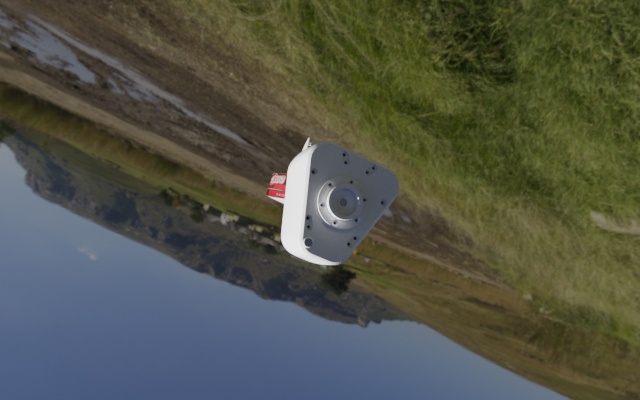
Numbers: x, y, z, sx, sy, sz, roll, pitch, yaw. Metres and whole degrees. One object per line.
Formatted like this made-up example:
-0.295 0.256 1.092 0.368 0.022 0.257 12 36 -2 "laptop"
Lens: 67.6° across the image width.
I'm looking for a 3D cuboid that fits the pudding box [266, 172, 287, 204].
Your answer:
0.000 0.002 0.611 0.113 0.039 0.090 29 -11 -37 "pudding box"
